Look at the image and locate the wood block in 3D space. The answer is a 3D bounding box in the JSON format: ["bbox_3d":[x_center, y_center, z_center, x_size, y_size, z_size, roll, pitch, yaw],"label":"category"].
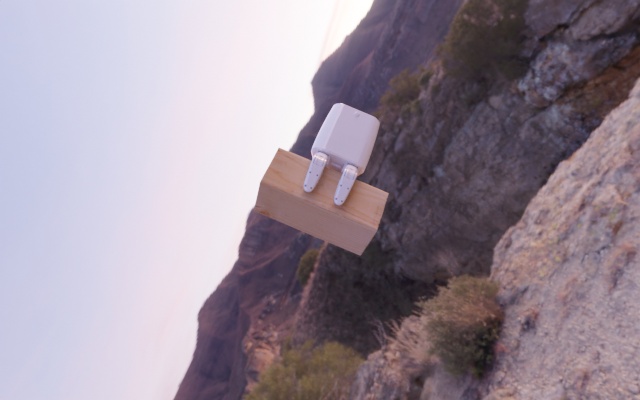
[{"bbox_3d":[0.000,0.003,0.833,0.206,0.090,0.091,23,-36,0],"label":"wood block"}]
